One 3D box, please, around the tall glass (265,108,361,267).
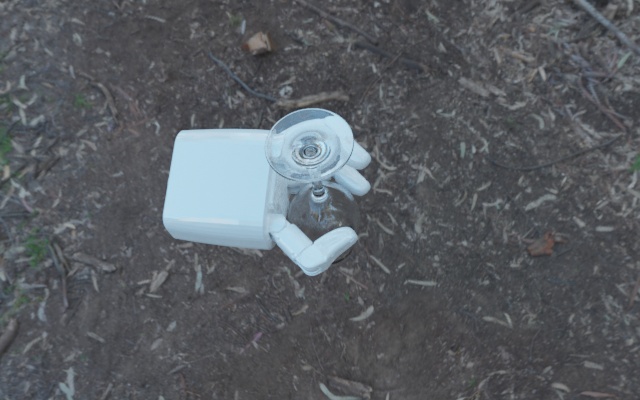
[{"bbox_3d":[0.000,0.001,0.478,0.079,0.079,0.201,0,-29,7],"label":"tall glass"}]
